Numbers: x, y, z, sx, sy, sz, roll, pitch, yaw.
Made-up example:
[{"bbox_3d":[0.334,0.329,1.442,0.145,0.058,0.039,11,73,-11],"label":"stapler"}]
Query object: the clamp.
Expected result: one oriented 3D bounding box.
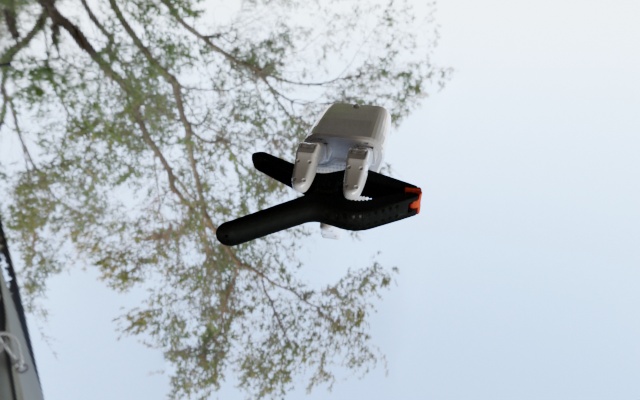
[{"bbox_3d":[0.001,0.002,0.512,0.210,0.036,0.164,7,36,12],"label":"clamp"}]
